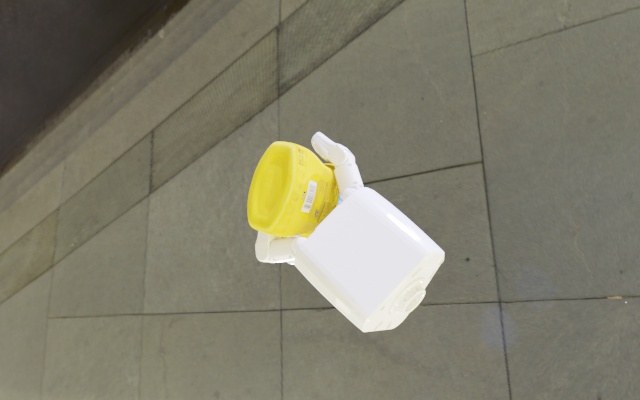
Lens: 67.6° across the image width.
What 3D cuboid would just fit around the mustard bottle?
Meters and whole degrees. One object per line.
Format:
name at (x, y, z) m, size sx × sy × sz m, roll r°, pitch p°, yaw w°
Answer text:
mustard bottle at (0.000, 0.002, 0.557) m, size 0.058 × 0.096 × 0.192 m, roll 13°, pitch -3°, yaw 34°
